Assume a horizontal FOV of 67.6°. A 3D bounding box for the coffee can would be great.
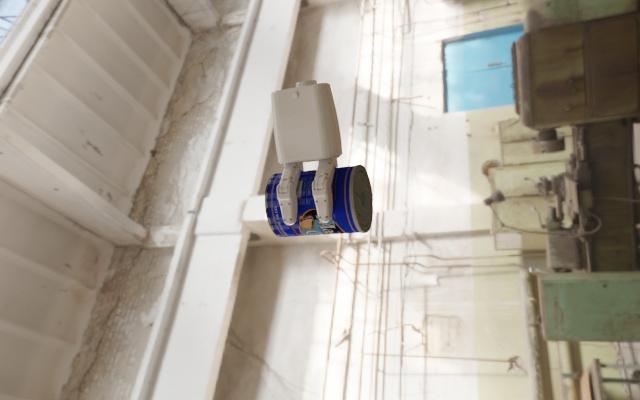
[{"bbox_3d":[0.000,0.003,0.733,0.140,0.103,0.103,-5,-2,21],"label":"coffee can"}]
